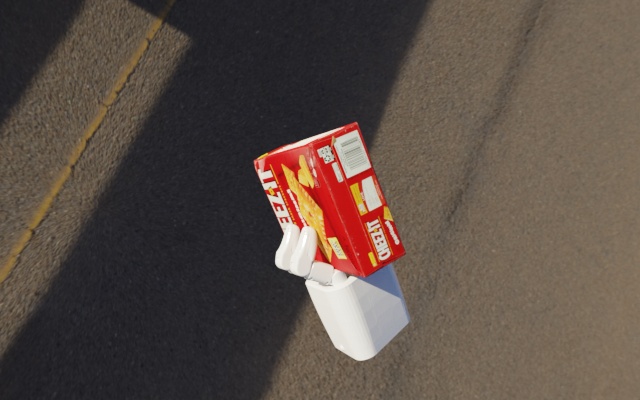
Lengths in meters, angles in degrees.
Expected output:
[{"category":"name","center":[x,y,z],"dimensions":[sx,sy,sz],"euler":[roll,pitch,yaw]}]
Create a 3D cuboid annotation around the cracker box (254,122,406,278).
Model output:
[{"category":"cracker box","center":[0.000,0.002,0.619],"dimensions":[0.072,0.164,0.213],"euler":[-26,10,-23]}]
